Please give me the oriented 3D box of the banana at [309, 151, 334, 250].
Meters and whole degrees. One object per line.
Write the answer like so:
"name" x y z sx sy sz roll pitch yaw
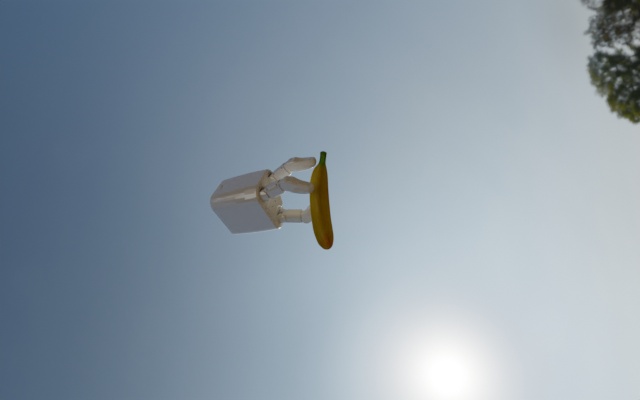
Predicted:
"banana" 0.000 0.010 0.848 0.037 0.197 0.070 -4 -32 -2
